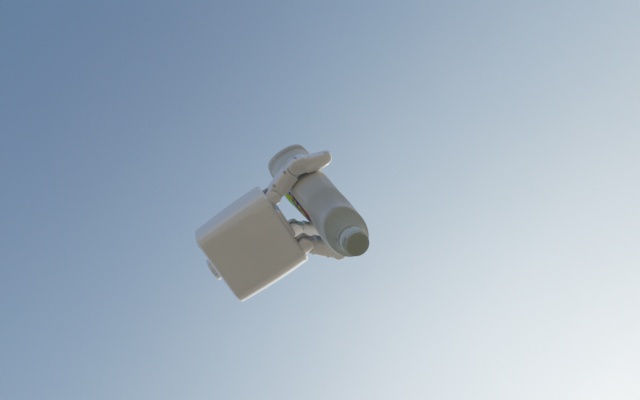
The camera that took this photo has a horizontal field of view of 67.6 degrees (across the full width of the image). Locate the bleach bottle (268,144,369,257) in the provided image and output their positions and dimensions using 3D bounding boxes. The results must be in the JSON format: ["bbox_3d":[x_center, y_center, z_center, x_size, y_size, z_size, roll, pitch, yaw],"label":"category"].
[{"bbox_3d":[0.000,0.002,0.632,0.068,0.103,0.250,-34,25,-4],"label":"bleach bottle"}]
